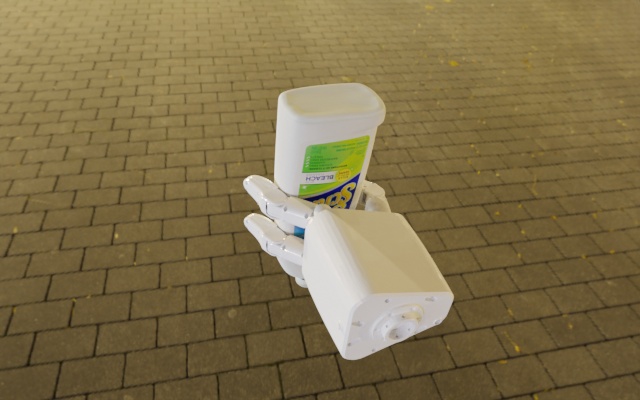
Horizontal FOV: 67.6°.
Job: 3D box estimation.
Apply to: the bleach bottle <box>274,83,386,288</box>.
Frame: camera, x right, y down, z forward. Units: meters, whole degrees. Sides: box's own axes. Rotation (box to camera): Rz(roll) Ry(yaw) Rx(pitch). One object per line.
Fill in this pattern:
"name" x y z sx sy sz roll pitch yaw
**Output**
"bleach bottle" 0.000 0.002 0.524 0.102 0.251 0.068 -10 42 -18
